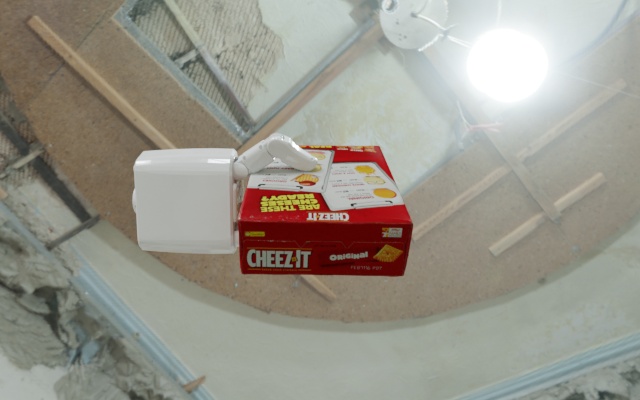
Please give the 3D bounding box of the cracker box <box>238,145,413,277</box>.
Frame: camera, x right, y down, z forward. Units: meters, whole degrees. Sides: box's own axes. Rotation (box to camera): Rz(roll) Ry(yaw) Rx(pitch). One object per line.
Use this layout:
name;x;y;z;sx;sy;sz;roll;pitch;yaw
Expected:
cracker box;0.000;0.002;0.544;0.164;0.072;0.213;1;26;-3
